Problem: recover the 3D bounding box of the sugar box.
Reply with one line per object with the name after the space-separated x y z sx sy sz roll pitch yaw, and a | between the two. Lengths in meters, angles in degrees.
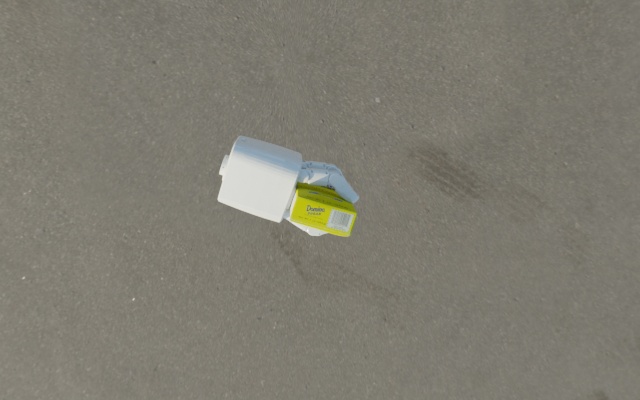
0.000 0.002 0.765 0.093 0.048 0.176 17 15 -8 | sugar box
